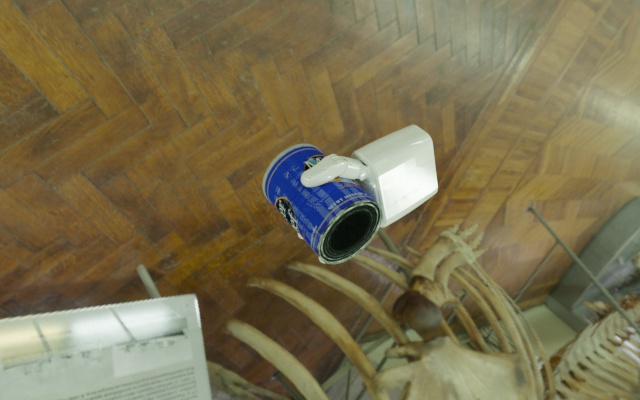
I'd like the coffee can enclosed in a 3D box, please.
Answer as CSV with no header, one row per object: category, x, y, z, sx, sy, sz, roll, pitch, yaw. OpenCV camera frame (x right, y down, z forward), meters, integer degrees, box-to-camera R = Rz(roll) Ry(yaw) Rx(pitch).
coffee can,0.000,0.002,0.646,0.103,0.103,0.140,0,35,-44
